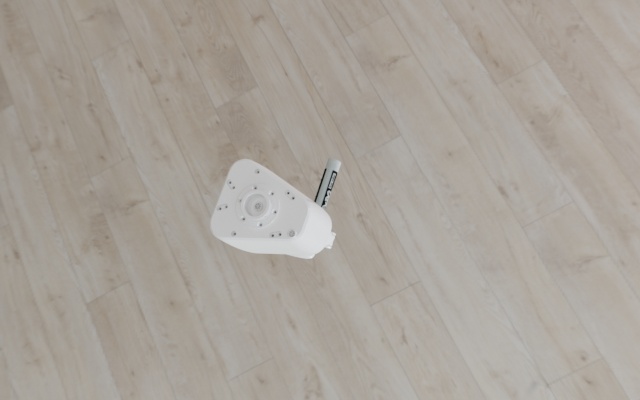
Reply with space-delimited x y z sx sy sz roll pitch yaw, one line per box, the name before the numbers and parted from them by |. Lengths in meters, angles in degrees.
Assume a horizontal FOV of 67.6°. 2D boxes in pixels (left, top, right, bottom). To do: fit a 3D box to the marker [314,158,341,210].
marker | 0.000 0.002 0.642 0.020 0.121 0.020 19 -7 3
